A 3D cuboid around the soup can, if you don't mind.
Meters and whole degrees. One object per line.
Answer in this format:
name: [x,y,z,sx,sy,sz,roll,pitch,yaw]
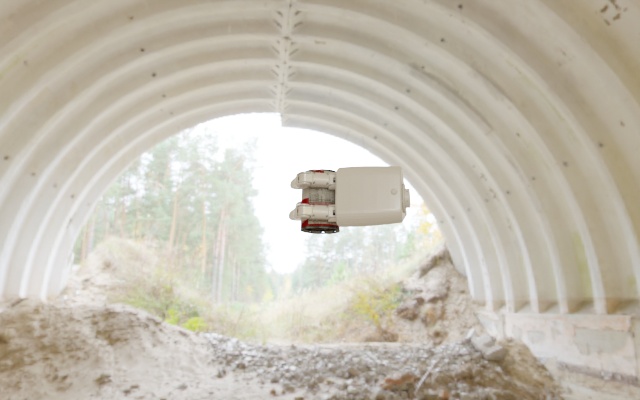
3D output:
soup can: [0.000,0.002,0.821,0.068,0.102,0.068,1,-13,0]
